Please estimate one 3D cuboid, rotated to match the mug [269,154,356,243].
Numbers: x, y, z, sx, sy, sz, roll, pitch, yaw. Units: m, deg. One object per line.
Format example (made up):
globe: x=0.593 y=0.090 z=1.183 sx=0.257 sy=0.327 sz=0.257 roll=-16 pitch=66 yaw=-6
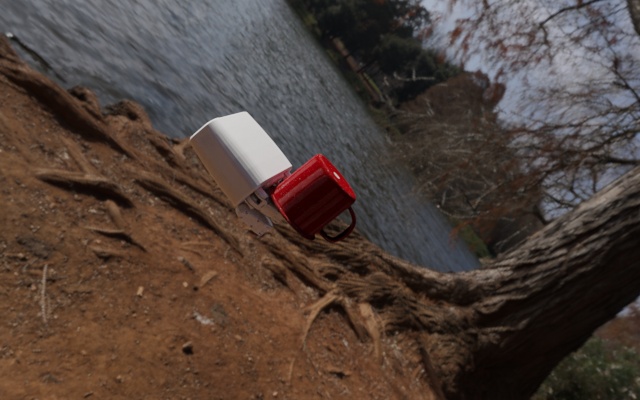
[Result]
mug: x=0.001 y=0.003 z=0.636 sx=0.081 sy=0.117 sz=0.093 roll=-38 pitch=1 yaw=11
